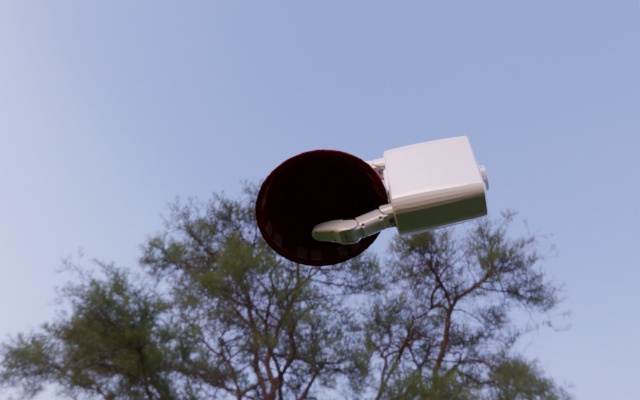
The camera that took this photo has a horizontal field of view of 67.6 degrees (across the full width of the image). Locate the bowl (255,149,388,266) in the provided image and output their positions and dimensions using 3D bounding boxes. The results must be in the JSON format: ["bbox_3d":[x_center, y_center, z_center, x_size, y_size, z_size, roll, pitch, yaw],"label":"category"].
[{"bbox_3d":[-0.001,0.002,0.598,0.162,0.162,0.055,0,28,-6],"label":"bowl"}]
